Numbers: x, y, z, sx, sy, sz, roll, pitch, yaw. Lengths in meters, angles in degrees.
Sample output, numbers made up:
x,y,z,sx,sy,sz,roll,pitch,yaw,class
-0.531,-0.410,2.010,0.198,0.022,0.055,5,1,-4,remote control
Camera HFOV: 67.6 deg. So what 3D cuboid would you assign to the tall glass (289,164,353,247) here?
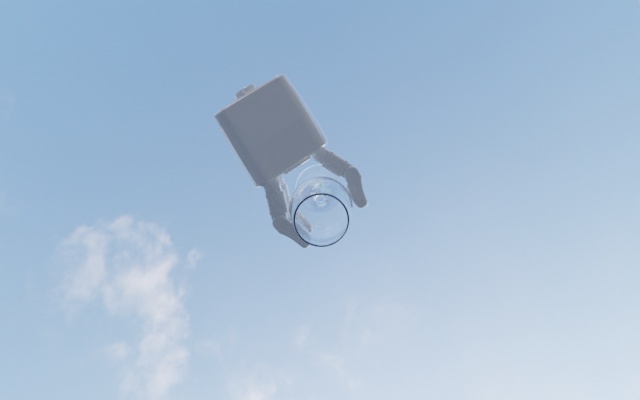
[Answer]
x,y,z,sx,sy,sz,roll,pitch,yaw,class
0.000,0.002,0.622,0.079,0.079,0.201,0,12,-1,tall glass
